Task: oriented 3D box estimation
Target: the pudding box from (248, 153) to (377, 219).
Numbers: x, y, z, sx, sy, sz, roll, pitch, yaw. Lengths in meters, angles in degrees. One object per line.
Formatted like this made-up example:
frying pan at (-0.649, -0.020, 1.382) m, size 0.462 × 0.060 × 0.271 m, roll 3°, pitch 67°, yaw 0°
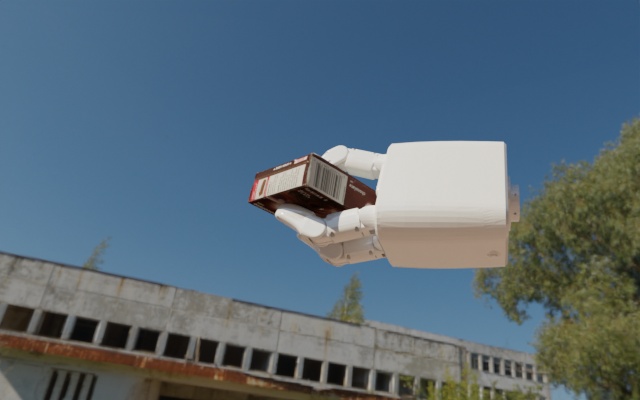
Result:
pudding box at (0.000, 0.001, 0.476) m, size 0.113 × 0.039 × 0.090 m, roll 31°, pitch -30°, yaw -34°
